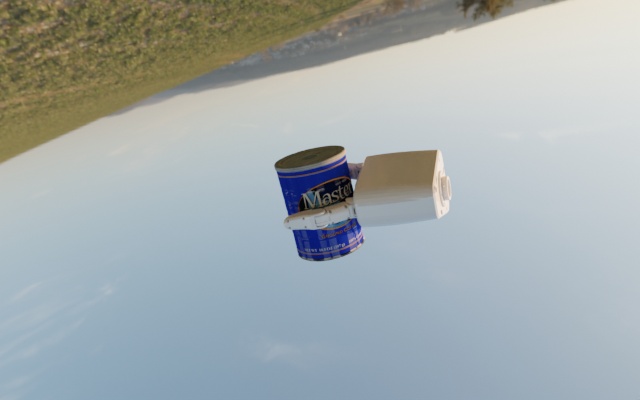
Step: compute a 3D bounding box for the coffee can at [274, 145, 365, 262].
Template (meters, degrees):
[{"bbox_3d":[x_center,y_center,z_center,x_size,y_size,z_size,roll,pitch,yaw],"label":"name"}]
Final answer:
[{"bbox_3d":[0.000,0.002,0.690,0.103,0.140,0.102,-12,18,4],"label":"coffee can"}]
